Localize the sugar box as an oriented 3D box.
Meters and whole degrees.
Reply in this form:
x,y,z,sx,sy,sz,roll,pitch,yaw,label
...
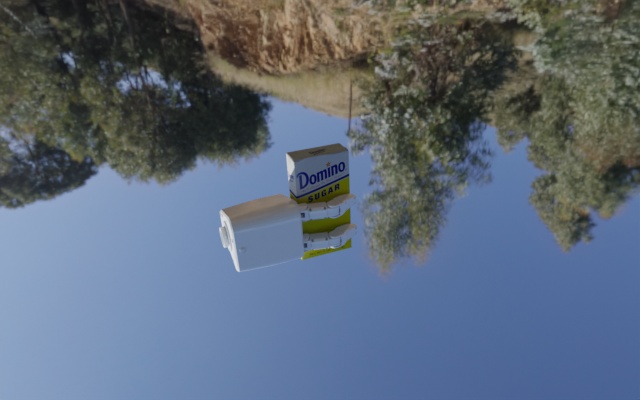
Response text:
x,y,z,sx,sy,sz,roll,pitch,yaw,label
0.000,0.003,0.771,0.093,0.176,0.048,-13,29,-18,sugar box
